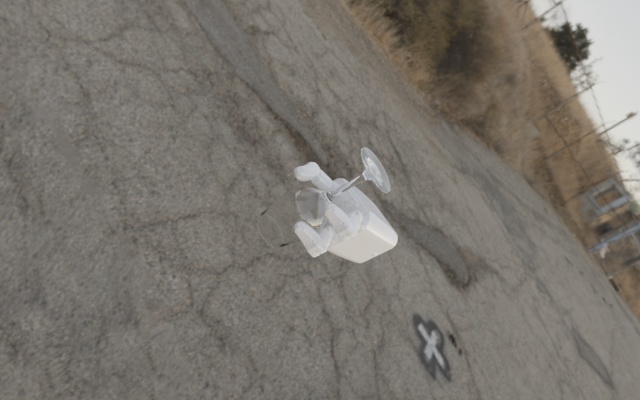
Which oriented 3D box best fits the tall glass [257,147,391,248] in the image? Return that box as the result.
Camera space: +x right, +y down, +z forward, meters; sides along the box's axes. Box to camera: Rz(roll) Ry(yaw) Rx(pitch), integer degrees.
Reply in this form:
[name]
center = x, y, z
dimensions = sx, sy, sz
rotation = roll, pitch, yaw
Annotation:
[tall glass]
center = 0.001, 0.002, 0.711
dimensions = 0.201, 0.079, 0.079
rotation = -30, -13, 23
